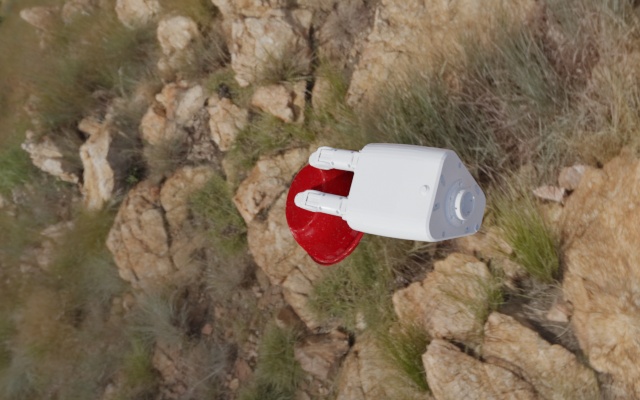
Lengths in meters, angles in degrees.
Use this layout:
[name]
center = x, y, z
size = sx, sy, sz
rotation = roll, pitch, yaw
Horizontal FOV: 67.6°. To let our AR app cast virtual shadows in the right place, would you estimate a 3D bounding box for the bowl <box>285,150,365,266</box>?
[bowl]
center = -0.001, 0.002, 0.634
size = 0.055, 0.162, 0.162
rotation = 17, -9, -32
